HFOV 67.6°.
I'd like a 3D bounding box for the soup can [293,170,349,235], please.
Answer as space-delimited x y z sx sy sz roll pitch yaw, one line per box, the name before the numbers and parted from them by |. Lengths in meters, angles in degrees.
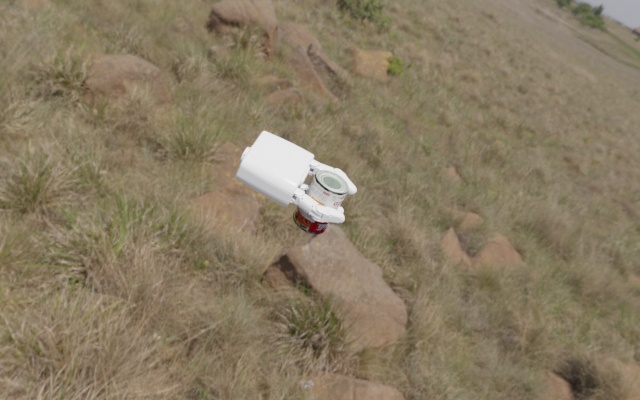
soup can | 0.001 0.003 0.870 0.068 0.102 0.068 21 33 -14
